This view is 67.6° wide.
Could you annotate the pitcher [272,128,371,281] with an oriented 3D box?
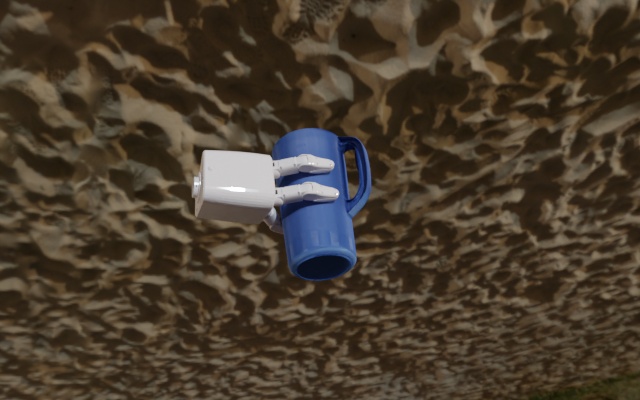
[{"bbox_3d":[0.000,0.003,0.806,0.145,0.242,0.149,6,-37,-21],"label":"pitcher"}]
